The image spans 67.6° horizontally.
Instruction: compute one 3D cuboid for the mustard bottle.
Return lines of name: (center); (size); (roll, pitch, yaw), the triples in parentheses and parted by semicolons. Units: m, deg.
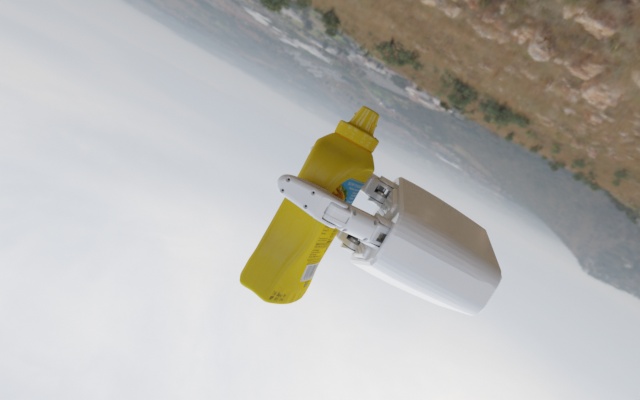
mustard bottle: (0.000, 0.002, 0.444); (0.058, 0.191, 0.096); (33, 9, 19)
